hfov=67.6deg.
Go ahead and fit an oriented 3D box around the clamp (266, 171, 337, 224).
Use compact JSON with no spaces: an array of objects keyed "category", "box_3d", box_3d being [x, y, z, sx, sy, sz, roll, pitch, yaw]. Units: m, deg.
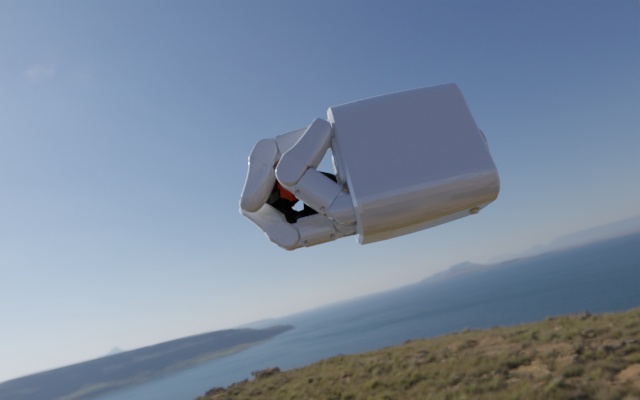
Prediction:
[{"category":"clamp","box_3d":[0.000,0.001,0.466,0.120,0.039,0.171,-13,-12,0]}]
